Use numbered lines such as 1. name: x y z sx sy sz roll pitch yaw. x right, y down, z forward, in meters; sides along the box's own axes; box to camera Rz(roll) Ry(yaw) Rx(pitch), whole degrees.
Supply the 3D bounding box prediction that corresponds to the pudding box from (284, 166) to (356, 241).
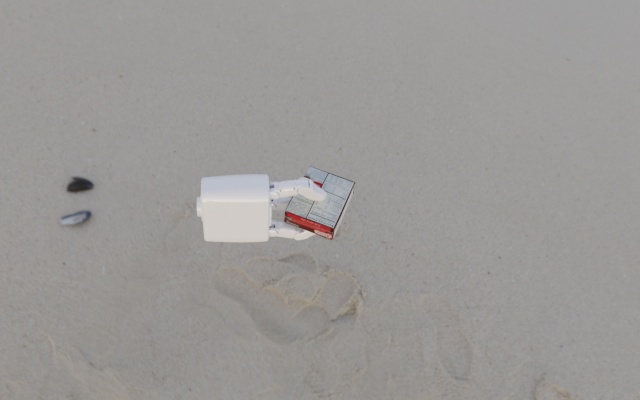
1. pudding box: 0.000 0.003 0.813 0.090 0.113 0.039 21 -34 8
